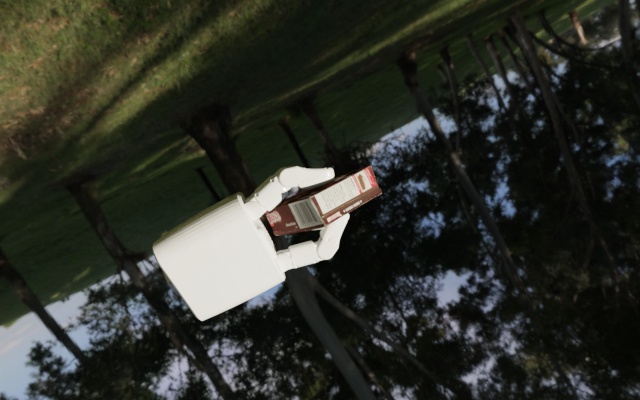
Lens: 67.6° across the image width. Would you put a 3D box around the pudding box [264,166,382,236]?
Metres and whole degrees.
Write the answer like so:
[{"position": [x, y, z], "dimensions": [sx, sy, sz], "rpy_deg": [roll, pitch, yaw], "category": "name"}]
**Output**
[{"position": [0.000, 0.002, 0.545], "dimensions": [0.090, 0.039, 0.113], "rpy_deg": [-29, 10, -33], "category": "pudding box"}]
